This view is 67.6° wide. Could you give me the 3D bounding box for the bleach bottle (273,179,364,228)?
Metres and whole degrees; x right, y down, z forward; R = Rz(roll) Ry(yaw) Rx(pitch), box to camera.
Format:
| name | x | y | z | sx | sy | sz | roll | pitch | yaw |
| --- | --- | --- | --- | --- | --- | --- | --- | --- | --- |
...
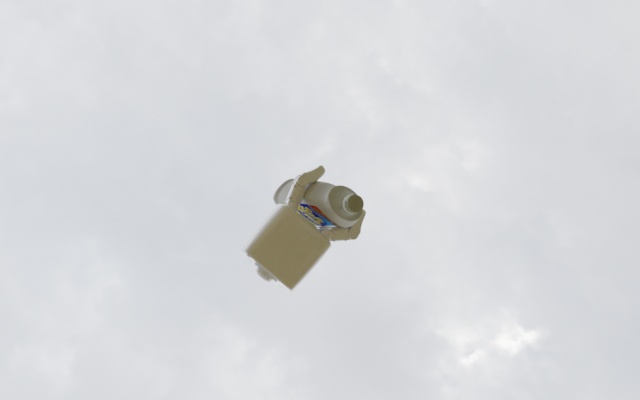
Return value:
| name | x | y | z | sx | sy | sz | roll | pitch | yaw |
| --- | --- | --- | --- | --- | --- | --- | --- | --- | --- |
| bleach bottle | 0.000 | 0.003 | 0.849 | 0.102 | 0.068 | 0.251 | 46 | -18 | -15 |
